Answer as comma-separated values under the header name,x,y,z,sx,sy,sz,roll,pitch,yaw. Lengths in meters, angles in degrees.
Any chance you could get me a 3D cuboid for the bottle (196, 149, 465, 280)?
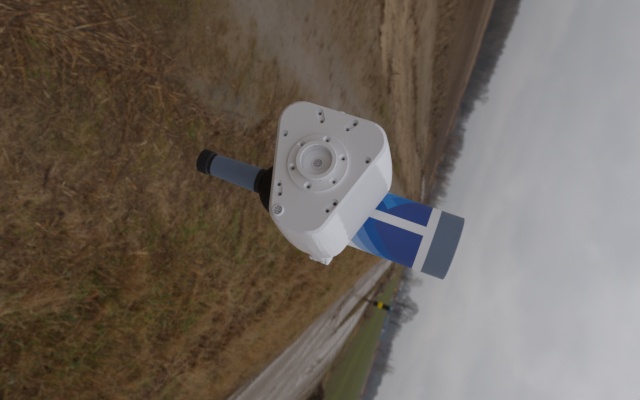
name,x,y,z,sx,sy,sz,roll,pitch,yaw
bottle,0.000,0.002,0.516,0.295,0.069,0.069,19,4,12
